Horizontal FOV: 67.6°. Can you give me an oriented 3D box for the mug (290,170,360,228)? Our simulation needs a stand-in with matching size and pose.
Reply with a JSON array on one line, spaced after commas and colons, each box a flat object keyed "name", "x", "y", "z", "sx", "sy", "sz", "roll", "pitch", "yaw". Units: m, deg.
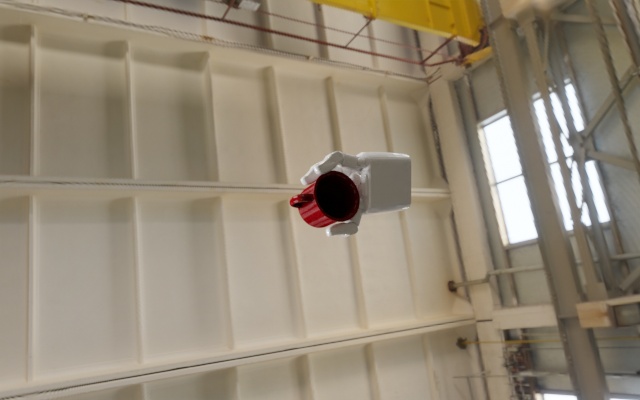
[{"name": "mug", "x": -0.001, "y": 0.003, "z": 0.854, "sx": 0.117, "sy": 0.093, "sz": 0.081, "roll": -2, "pitch": -15, "yaw": -30}]
